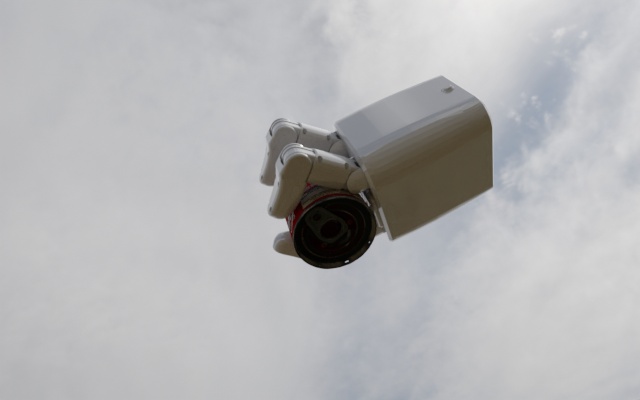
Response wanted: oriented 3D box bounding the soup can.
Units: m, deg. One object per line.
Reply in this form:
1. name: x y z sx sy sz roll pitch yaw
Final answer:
1. soup can: 0.000 0.002 0.415 0.068 0.068 0.102 0 30 -16
